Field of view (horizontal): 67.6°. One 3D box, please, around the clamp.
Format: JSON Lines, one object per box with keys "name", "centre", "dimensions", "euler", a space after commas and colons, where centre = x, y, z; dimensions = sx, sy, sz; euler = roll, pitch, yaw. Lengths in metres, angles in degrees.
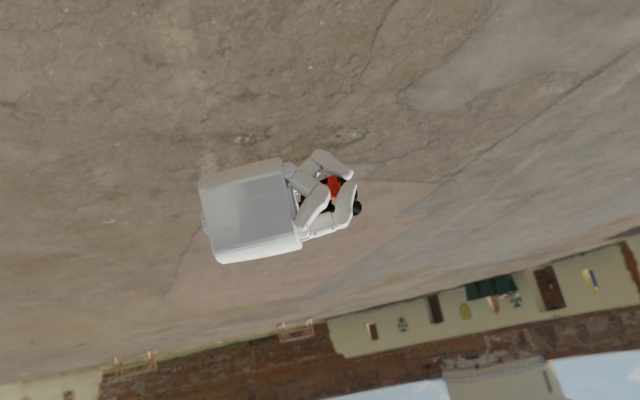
{"name": "clamp", "centre": [0.000, 0.003, 0.687], "dimensions": [0.120, 0.039, 0.171], "euler": [-13, -16, 1]}
